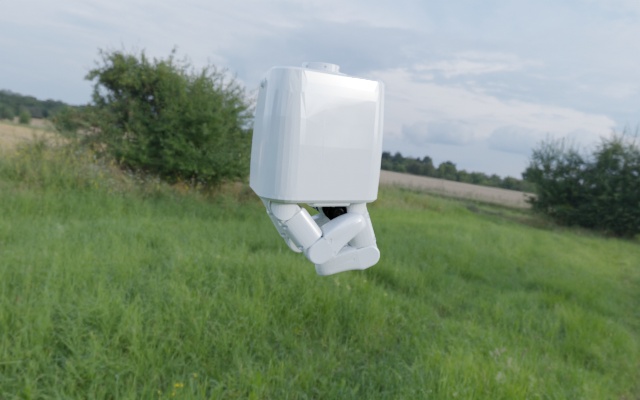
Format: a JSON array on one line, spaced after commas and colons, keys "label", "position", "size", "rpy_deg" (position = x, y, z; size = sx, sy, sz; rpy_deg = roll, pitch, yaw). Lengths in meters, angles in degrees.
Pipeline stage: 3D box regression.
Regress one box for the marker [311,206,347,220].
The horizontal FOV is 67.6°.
[{"label": "marker", "position": [0.000, 0.002, 0.473], "size": [0.020, 0.020, 0.121], "rpy_deg": [0, 9, -16]}]
